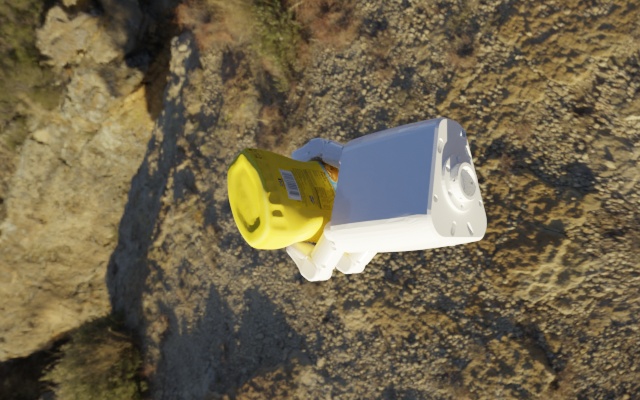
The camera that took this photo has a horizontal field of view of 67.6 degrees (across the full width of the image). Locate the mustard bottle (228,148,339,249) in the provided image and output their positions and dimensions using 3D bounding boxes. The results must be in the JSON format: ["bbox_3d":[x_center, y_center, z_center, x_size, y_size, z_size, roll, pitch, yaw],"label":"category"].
[{"bbox_3d":[0.000,0.002,0.503,0.191,0.096,0.058,4,-36,-43],"label":"mustard bottle"}]
